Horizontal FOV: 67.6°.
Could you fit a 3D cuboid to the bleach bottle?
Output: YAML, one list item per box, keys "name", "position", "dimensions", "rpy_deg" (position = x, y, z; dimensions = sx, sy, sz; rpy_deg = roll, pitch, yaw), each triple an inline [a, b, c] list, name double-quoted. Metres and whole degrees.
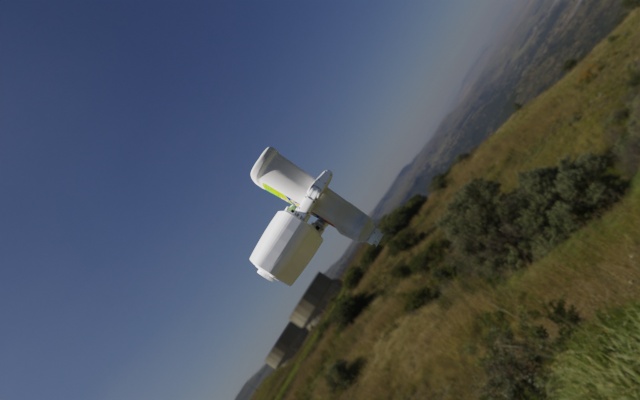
- name: "bleach bottle"
  position: [0.000, 0.003, 0.851]
  dimensions: [0.251, 0.068, 0.102]
  rpy_deg: [32, -8, 7]
